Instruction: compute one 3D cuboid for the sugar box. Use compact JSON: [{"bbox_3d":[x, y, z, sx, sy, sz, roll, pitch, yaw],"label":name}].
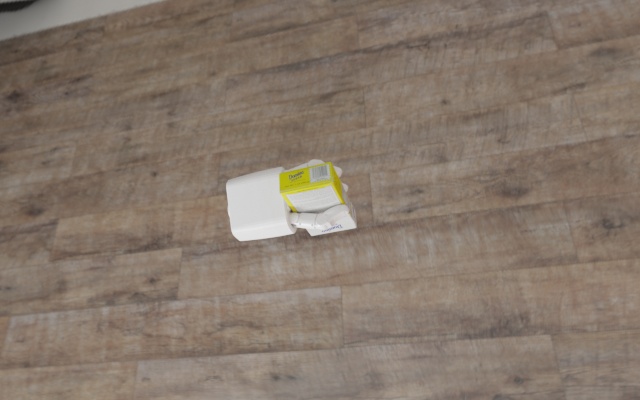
[{"bbox_3d":[0.000,0.002,0.839,0.093,0.048,0.176,-11,-28,11],"label":"sugar box"}]
